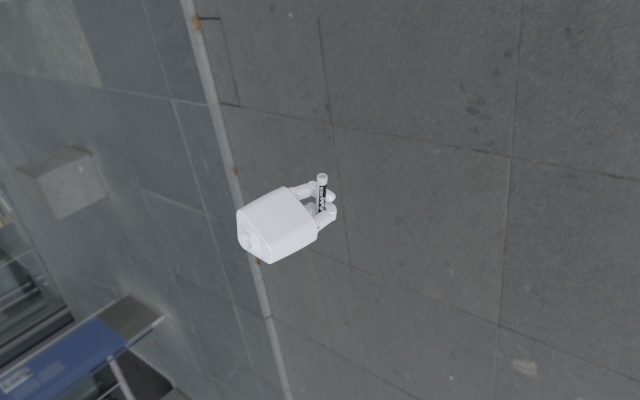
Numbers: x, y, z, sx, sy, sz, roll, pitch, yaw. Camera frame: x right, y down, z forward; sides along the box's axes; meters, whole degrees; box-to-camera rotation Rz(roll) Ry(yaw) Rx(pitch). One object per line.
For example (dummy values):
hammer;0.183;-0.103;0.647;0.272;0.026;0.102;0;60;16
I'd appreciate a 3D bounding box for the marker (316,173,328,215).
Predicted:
marker;0.000;0.003;0.896;0.020;0.121;0.020;2;39;-2
